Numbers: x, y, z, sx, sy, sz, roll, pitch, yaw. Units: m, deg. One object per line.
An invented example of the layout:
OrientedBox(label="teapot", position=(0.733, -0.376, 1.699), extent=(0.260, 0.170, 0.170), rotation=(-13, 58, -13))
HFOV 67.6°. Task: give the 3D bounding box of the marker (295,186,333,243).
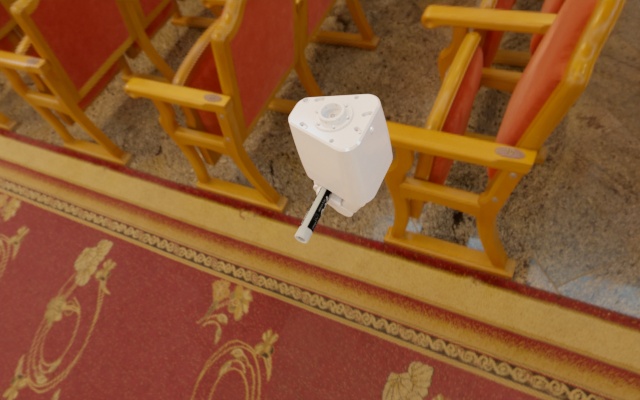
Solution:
OrientedBox(label="marker", position=(0.000, 0.002, 0.637), extent=(0.020, 0.121, 0.020), rotation=(22, -27, 12))
